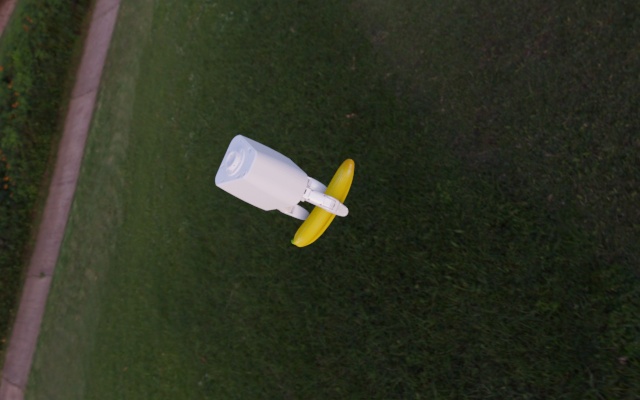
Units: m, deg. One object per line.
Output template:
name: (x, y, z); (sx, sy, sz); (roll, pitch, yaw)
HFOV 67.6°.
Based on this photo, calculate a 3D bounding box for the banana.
banana: (0.003, 0.015, 0.854); (0.037, 0.198, 0.069); (28, 18, -29)
